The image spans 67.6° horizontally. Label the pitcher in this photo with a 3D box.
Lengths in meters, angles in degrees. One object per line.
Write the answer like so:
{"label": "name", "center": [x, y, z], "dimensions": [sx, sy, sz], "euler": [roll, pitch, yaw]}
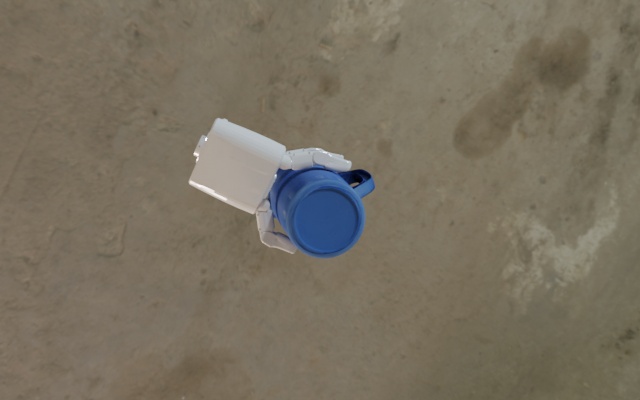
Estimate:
{"label": "pitcher", "center": [0.000, 0.002, 0.736], "dimensions": [0.145, 0.149, 0.243], "euler": [24, 5, -12]}
